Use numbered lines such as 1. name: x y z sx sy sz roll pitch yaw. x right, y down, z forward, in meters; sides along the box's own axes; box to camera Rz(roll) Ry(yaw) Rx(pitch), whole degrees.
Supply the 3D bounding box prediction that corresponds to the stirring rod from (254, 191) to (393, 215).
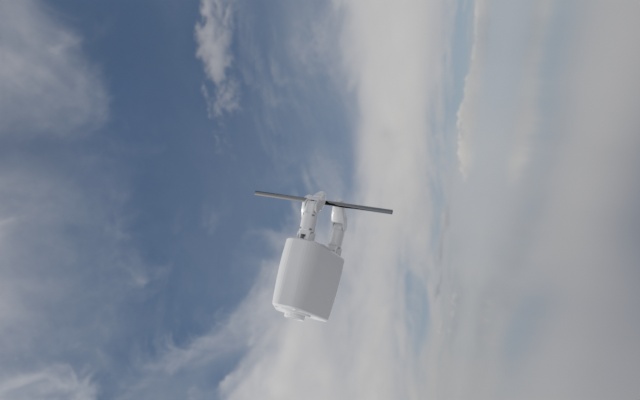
1. stirring rod: 0.000 0.003 0.789 0.239 0.011 0.011 8 2 19
